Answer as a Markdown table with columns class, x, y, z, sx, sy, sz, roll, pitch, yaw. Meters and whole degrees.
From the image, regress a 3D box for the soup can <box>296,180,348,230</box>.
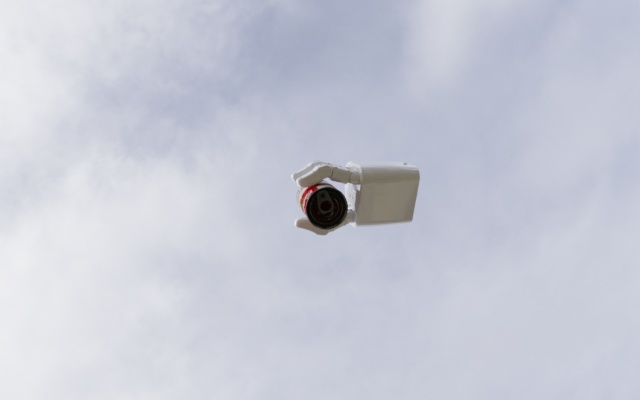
| class | x | y | z | sx | sy | sz | roll | pitch | yaw |
| --- | --- | --- | --- | --- | --- | --- | --- | --- | --- |
| soup can | 0.000 | 0.003 | 0.789 | 0.068 | 0.068 | 0.102 | 0 | 11 | -12 |
